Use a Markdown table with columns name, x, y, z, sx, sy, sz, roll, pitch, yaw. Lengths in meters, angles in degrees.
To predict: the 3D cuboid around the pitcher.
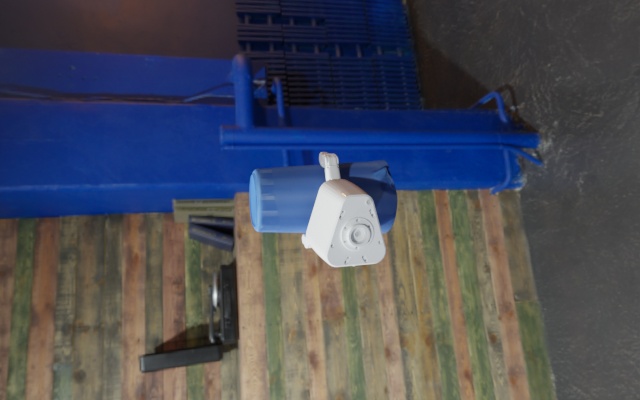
| name | x | y | z | sx | sy | sz | roll | pitch | yaw |
| --- | --- | --- | --- | --- | --- | --- | --- | --- | --- |
| pitcher | 0.000 | 0.003 | 0.845 | 0.243 | 0.149 | 0.145 | -2 | 14 | -15 |
